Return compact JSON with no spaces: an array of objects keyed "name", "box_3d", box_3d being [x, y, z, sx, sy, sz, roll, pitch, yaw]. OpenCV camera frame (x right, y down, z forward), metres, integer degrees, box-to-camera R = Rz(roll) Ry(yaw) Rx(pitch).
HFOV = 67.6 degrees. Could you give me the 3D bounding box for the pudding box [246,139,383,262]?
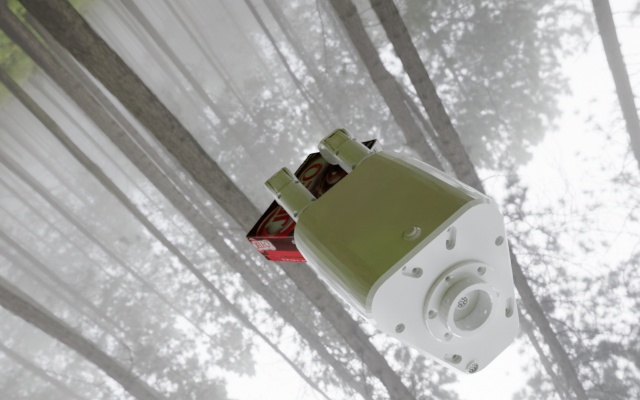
[{"name":"pudding box","box_3d":[0.000,0.001,0.412,0.090,0.039,0.113,-5,40,48]}]
